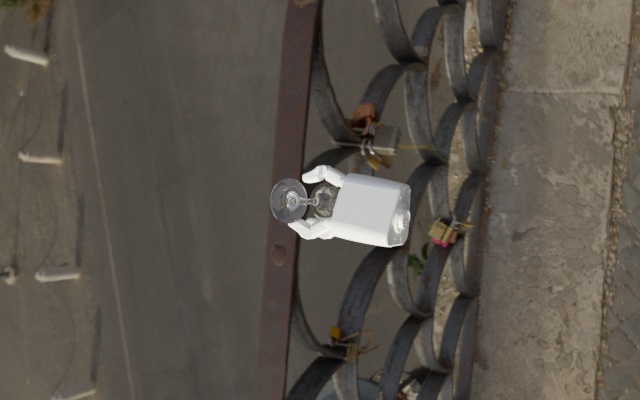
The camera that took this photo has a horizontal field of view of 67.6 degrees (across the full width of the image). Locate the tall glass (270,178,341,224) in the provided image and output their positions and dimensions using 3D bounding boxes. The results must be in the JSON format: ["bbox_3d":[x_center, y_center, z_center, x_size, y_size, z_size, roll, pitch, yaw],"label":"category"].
[{"bbox_3d":[0.000,0.003,0.864,0.079,0.079,0.201,0,-1,32],"label":"tall glass"}]
